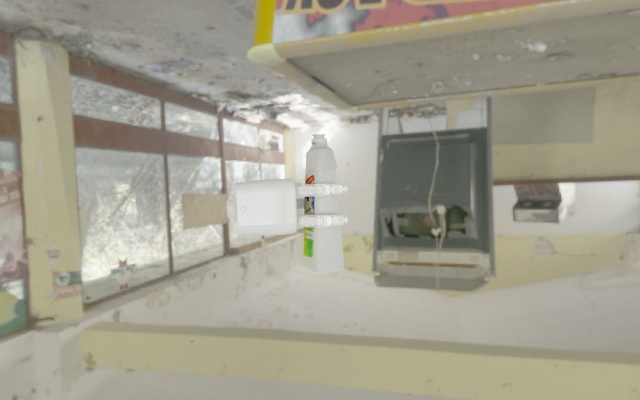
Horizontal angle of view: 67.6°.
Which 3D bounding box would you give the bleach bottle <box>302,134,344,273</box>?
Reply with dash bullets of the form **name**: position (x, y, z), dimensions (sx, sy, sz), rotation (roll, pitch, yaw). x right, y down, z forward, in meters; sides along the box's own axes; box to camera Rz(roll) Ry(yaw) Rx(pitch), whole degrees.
- **bleach bottle**: position (0.000, 0.003, 0.897), dimensions (0.068, 0.251, 0.102), rotation (-3, 2, -18)
